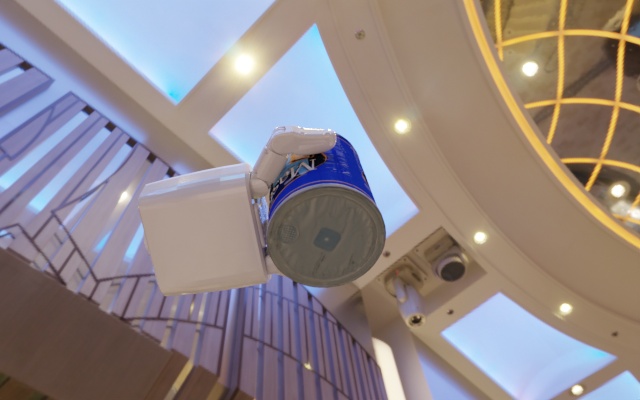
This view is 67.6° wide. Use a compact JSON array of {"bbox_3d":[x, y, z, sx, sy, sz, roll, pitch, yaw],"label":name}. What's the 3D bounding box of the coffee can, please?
[{"bbox_3d":[0.000,0.002,0.467,0.103,0.103,0.140,0,28,-5],"label":"coffee can"}]
